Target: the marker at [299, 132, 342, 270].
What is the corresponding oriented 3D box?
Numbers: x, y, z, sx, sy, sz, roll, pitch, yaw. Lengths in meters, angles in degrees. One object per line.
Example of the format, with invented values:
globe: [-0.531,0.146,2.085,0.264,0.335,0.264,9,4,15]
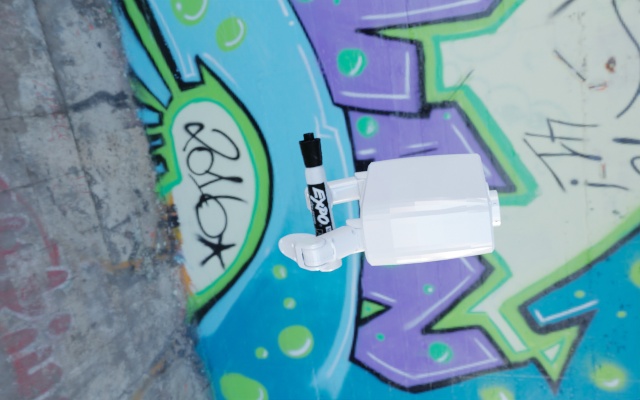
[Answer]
marker: [0.000,0.001,0.413,0.020,0.121,0.020,-9,15,2]
